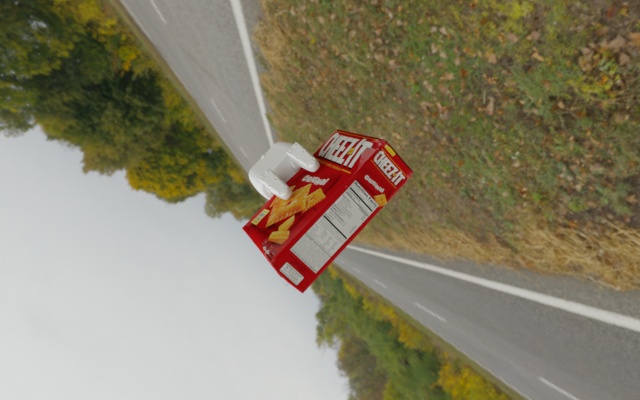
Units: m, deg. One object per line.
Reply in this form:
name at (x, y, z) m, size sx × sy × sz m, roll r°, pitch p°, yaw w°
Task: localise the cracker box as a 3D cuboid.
cracker box at (0.000, 0.002, 0.664) m, size 0.072 × 0.213 × 0.164 m, roll 45°, pitch -5°, yaw -24°
